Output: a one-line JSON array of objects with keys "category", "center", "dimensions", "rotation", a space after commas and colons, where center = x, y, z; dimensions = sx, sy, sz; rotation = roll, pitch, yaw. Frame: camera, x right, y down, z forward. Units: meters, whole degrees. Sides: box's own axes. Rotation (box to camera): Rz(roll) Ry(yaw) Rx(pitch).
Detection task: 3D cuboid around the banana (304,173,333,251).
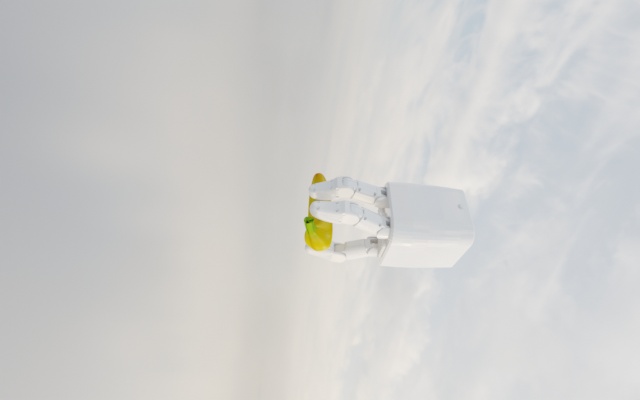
[{"category": "banana", "center": [-0.001, 0.021, 0.663], "dimensions": [0.037, 0.070, 0.197], "rotation": [2, 20, 0]}]
